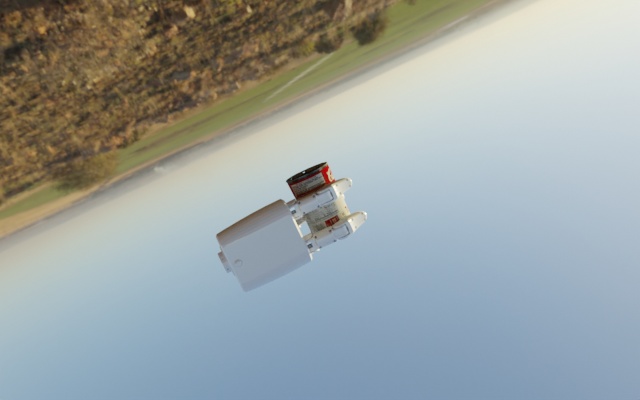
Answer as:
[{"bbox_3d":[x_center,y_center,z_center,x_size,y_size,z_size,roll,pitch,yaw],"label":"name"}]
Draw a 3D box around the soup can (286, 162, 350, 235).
[{"bbox_3d":[0.001,0.002,0.714,0.068,0.102,0.068,-24,10,5],"label":"soup can"}]
